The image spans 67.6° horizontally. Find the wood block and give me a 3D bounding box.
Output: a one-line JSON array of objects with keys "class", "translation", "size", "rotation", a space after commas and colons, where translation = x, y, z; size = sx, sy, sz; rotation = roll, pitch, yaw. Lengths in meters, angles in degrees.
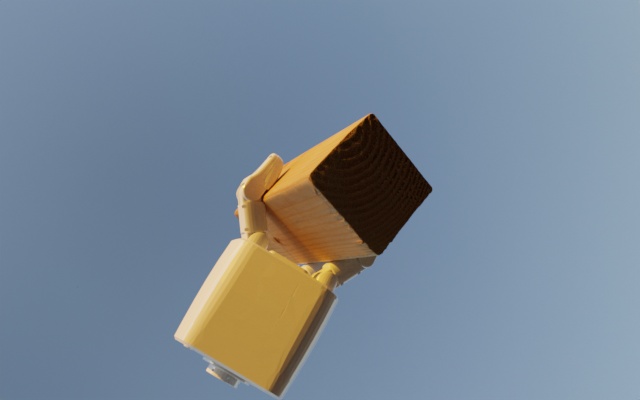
[{"class": "wood block", "translation": [0.000, 0.002, 0.485], "size": [0.090, 0.091, 0.206], "rotation": [-47, 13, -26]}]
